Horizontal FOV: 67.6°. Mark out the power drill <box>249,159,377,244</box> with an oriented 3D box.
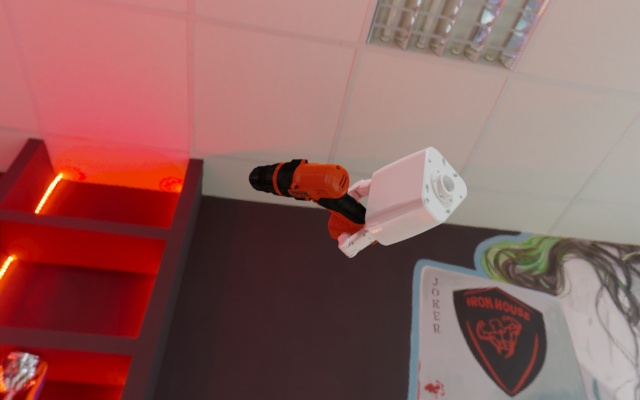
[{"bbox_3d":[0.001,0.003,0.738,0.184,0.057,0.188,6,-23,43],"label":"power drill"}]
